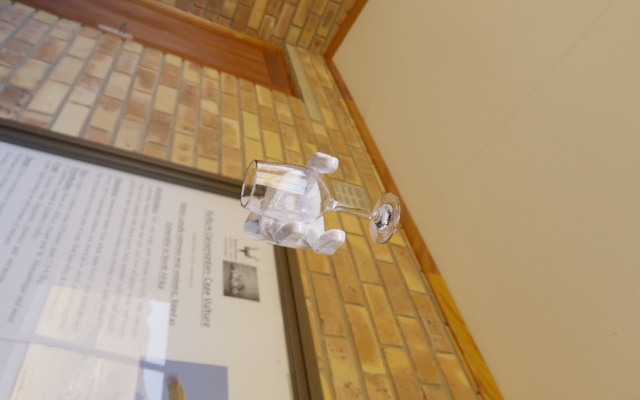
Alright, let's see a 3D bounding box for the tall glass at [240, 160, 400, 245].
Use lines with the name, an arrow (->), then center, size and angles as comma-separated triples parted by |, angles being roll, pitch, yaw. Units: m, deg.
tall glass -> 0.001, 0.002, 0.627 | 0.201, 0.079, 0.079 | 15, -6, -22
